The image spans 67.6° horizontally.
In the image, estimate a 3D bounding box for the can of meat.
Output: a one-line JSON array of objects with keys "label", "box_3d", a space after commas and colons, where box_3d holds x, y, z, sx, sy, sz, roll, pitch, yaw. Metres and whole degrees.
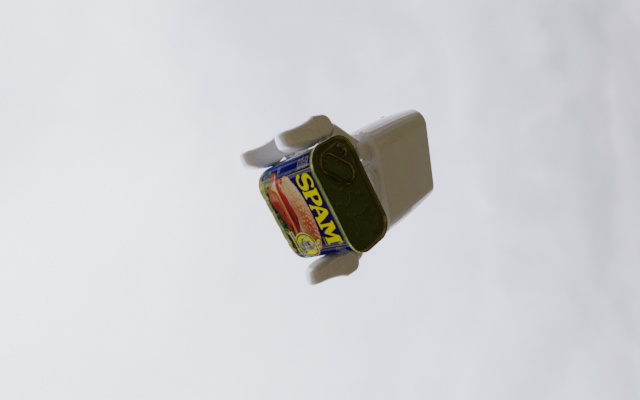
[{"label": "can of meat", "box_3d": [0.000, 0.002, 0.441, 0.084, 0.102, 0.057, -16, 15, 47]}]
